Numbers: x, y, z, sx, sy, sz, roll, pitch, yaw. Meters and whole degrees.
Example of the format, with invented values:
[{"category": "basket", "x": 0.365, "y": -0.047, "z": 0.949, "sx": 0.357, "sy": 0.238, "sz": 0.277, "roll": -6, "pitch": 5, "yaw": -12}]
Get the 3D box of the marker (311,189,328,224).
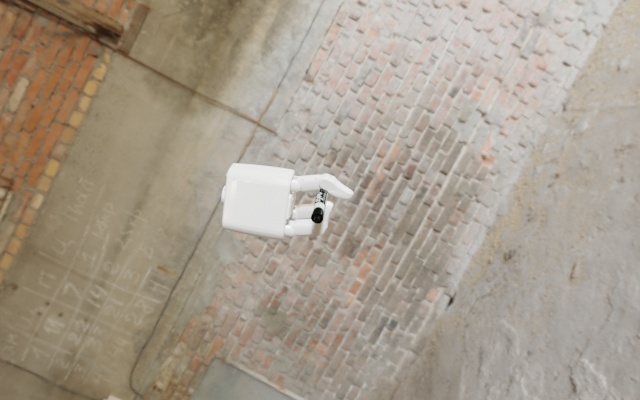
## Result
[{"category": "marker", "x": 0.000, "y": 0.002, "z": 0.751, "sx": 0.020, "sy": 0.020, "sz": 0.121, "roll": 0, "pitch": 26, "yaw": 6}]
